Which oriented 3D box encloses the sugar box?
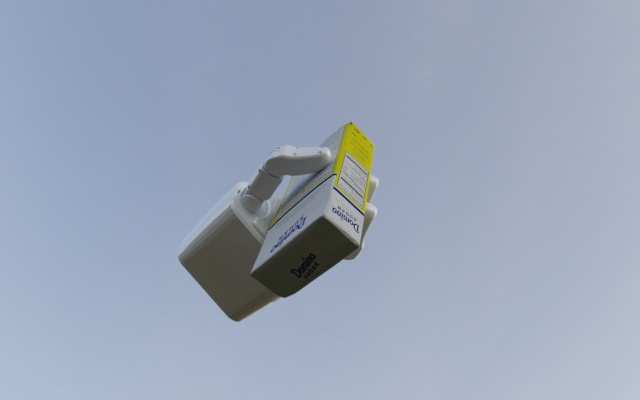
[{"bbox_3d":[0.000,0.002,0.443,0.093,0.048,0.176,-40,20,30],"label":"sugar box"}]
